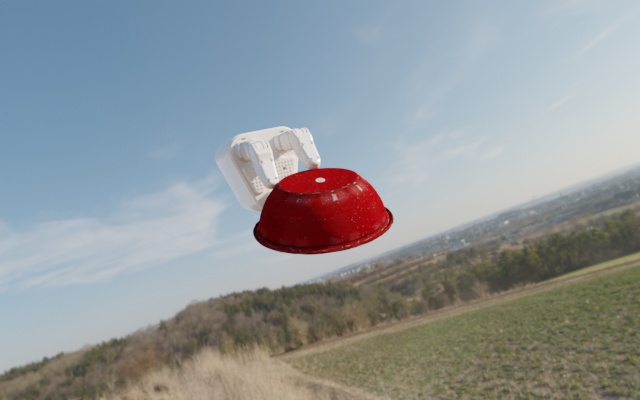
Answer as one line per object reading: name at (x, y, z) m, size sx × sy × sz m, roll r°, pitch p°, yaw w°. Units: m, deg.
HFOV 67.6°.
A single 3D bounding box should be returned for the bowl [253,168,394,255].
bowl at (0.001, 0.002, 0.541) m, size 0.162 × 0.055 × 0.162 m, roll -5°, pitch 20°, yaw 2°
